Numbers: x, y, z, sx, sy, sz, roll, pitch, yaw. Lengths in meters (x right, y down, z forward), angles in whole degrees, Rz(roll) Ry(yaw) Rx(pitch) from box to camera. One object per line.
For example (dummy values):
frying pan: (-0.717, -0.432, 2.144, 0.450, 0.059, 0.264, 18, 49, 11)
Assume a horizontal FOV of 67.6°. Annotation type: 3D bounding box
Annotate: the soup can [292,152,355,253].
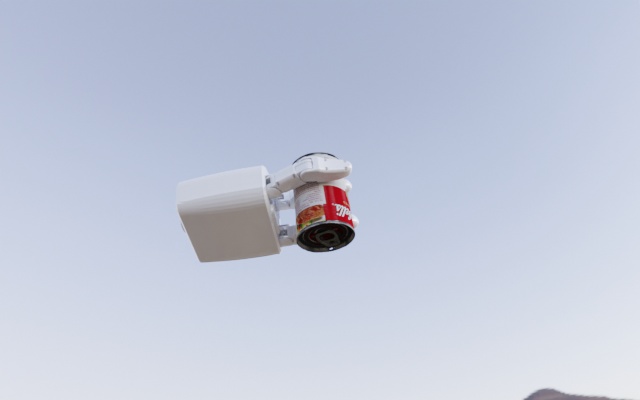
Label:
soup can: (0.001, 0.001, 0.570, 0.068, 0.102, 0.069, -6, -34, -4)
